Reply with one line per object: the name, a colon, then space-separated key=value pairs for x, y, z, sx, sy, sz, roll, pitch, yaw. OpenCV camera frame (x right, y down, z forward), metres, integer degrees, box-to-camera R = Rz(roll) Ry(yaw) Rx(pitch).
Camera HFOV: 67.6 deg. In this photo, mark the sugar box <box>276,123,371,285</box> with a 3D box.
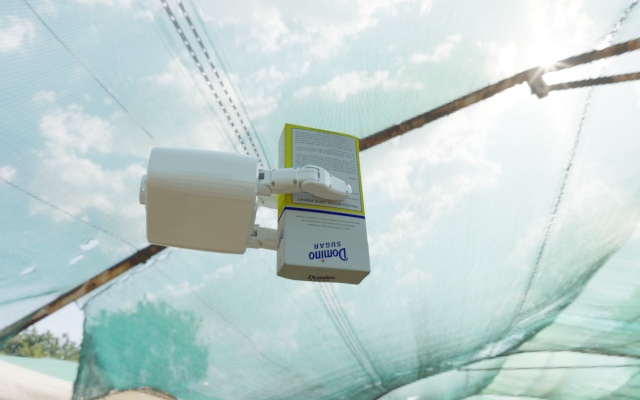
sugar box: x=0.000 y=0.002 z=0.527 sx=0.093 sy=0.176 sz=0.048 roll=8 pitch=-30 yaw=-15
